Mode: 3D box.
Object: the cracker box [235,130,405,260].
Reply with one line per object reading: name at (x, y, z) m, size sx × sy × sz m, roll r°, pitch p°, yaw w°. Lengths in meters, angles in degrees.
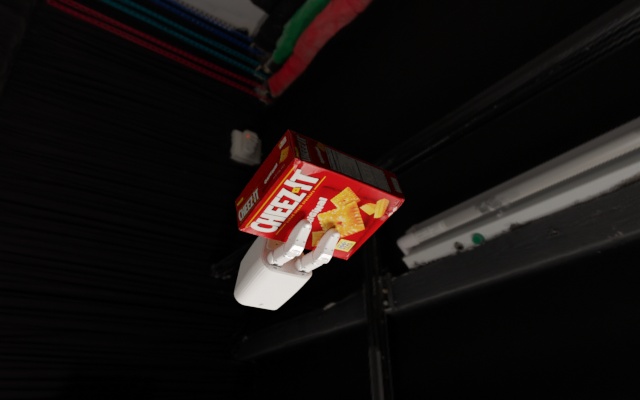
cracker box at (0.000, 0.002, 0.753) m, size 0.214 × 0.072 × 0.164 m, roll 19°, pitch -52°, yaw -32°
